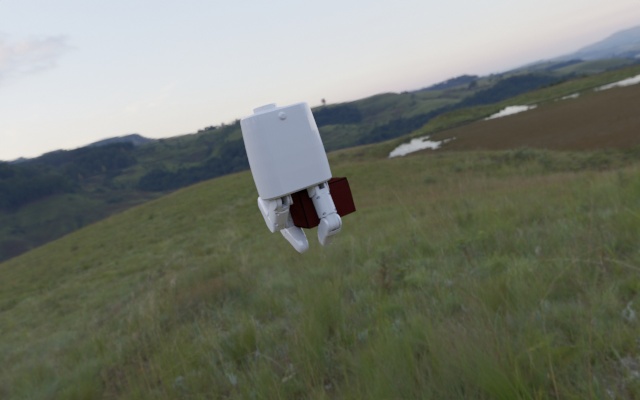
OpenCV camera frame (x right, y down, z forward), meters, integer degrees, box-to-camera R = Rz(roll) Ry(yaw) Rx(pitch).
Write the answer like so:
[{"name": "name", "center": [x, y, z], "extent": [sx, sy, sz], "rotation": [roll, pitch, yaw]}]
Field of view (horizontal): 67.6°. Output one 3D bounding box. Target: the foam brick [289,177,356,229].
[{"name": "foam brick", "center": [0.000, 0.002, 0.664], "extent": [0.078, 0.051, 0.053], "rotation": [-20, 9, -24]}]
